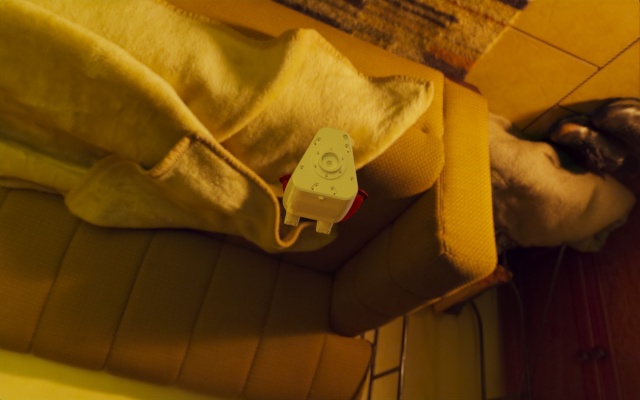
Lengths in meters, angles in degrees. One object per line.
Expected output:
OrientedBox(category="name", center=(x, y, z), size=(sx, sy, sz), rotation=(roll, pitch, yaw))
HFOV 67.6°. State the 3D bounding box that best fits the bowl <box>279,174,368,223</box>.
OrientedBox(category="bowl", center=(0.000, 0.003, 0.850), size=(0.162, 0.055, 0.162), rotation=(11, -10, 2))
